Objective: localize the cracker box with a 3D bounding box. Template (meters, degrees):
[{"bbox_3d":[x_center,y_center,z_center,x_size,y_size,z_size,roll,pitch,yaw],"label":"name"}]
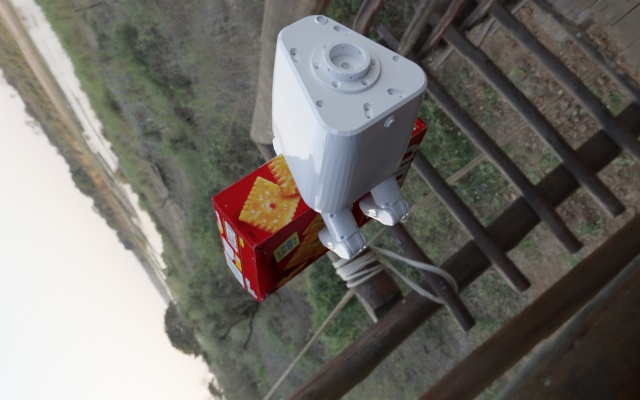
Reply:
[{"bbox_3d":[0.000,0.002,0.504,0.213,0.072,0.164,-34,-20,-21],"label":"cracker box"}]
